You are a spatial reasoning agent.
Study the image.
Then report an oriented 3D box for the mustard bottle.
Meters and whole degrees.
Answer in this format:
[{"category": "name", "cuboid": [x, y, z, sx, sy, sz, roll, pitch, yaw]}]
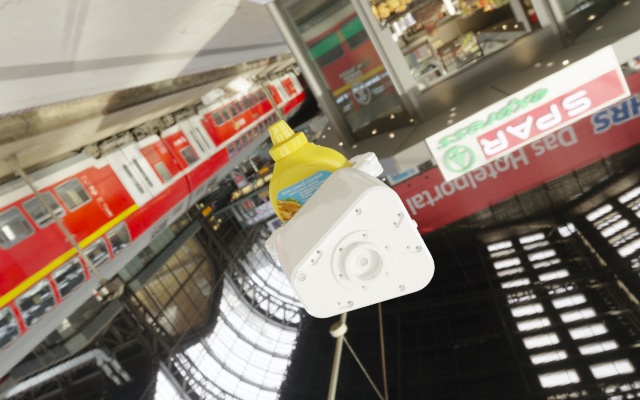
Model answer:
[{"category": "mustard bottle", "cuboid": [0.000, 0.002, 0.514, 0.096, 0.192, 0.058, -25, 14, 21]}]
